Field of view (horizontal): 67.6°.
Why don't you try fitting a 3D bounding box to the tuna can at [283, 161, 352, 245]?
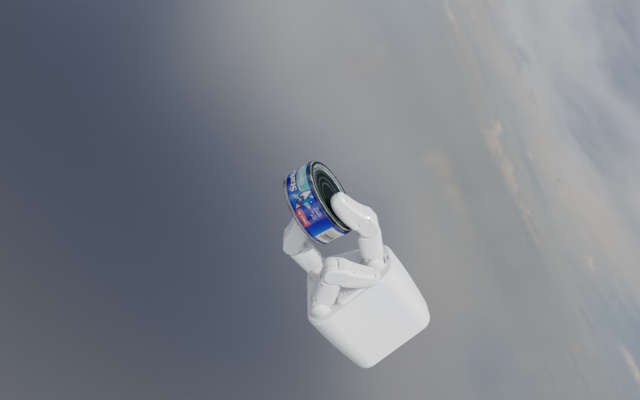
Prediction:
[{"bbox_3d":[0.001,0.001,0.502,0.034,0.086,0.086,-29,-11,21],"label":"tuna can"}]
